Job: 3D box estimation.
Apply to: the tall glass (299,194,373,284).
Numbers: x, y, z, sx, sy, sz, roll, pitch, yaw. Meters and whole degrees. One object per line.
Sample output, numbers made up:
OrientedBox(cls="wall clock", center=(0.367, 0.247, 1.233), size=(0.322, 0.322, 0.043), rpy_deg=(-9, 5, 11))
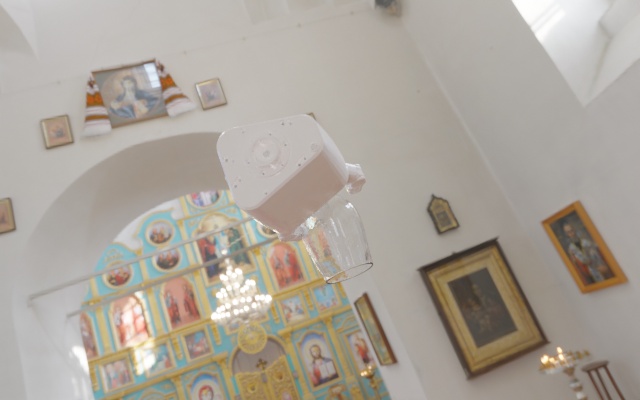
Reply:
OrientedBox(cls="tall glass", center=(0.000, 0.001, 0.610), size=(0.079, 0.201, 0.079), rpy_deg=(-20, -19, -7))
